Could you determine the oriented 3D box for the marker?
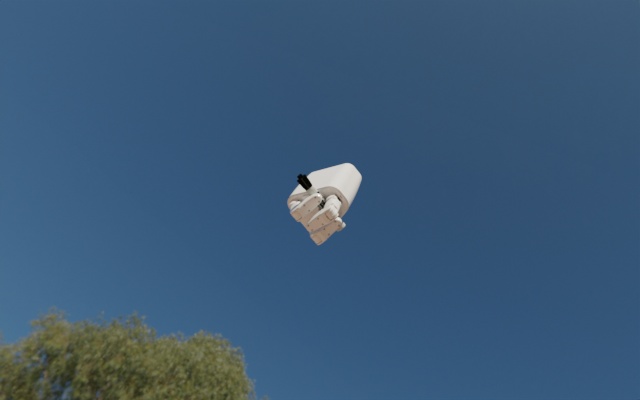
[{"bbox_3d":[0.000,0.003,0.828,0.020,0.121,0.020,-37,13,10],"label":"marker"}]
